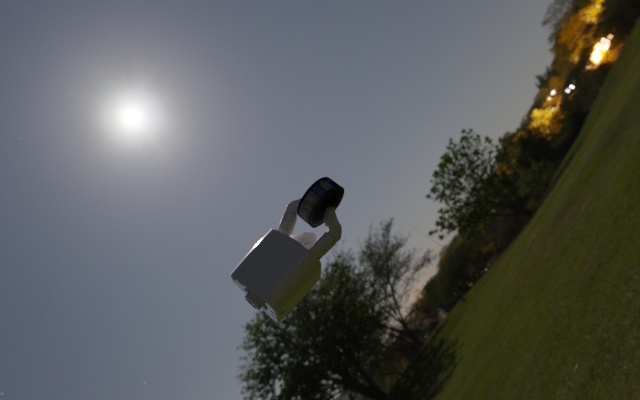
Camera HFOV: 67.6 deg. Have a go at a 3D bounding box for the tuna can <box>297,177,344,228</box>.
[{"bbox_3d":[0.000,0.002,0.810,0.033,0.086,0.086,38,15,20],"label":"tuna can"}]
